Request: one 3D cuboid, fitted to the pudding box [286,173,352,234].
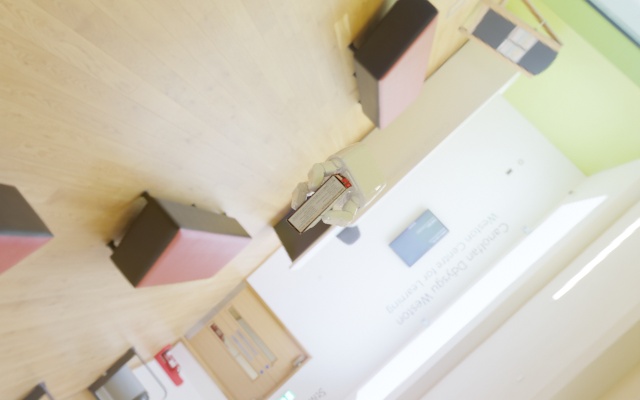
[{"bbox_3d":[0.000,0.003,0.811,0.039,0.113,0.090,44,9,4],"label":"pudding box"}]
